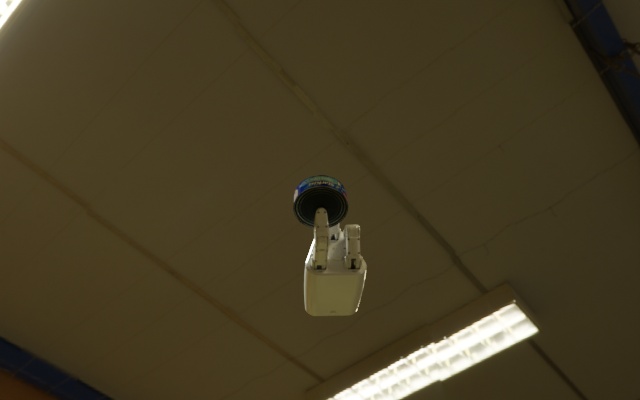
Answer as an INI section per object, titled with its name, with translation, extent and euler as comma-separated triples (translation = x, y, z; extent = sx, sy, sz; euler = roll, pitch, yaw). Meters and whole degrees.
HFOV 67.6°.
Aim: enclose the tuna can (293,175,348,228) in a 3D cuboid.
[tuna can]
translation = 0.000, 0.002, 0.754
extent = 0.086, 0.086, 0.033
euler = 0, 39, -2
